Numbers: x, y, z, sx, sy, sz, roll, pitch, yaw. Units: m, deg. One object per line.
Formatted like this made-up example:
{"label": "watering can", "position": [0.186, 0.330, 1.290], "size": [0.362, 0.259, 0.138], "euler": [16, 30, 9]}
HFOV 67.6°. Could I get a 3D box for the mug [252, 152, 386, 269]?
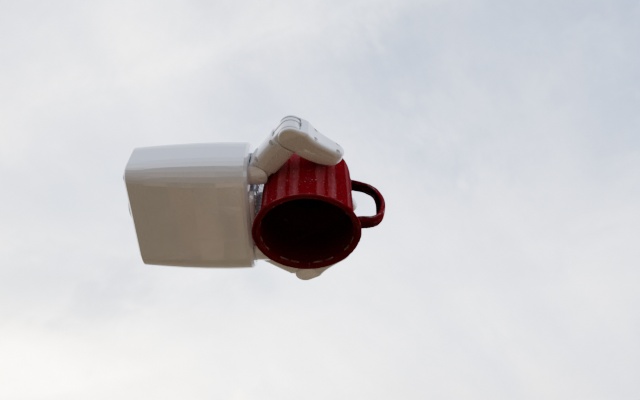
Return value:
{"label": "mug", "position": [0.002, 0.001, 0.432], "size": [0.117, 0.093, 0.081], "euler": [-1, 43, 0]}
